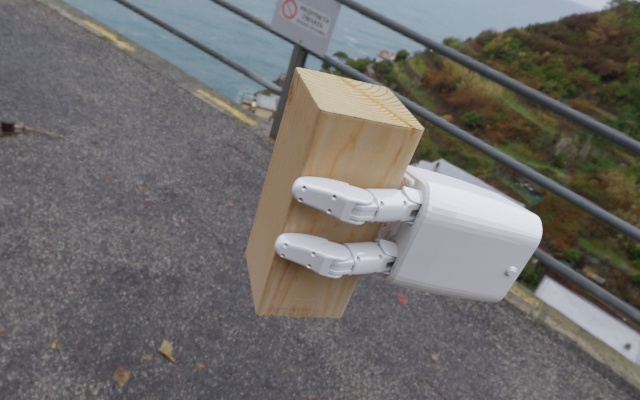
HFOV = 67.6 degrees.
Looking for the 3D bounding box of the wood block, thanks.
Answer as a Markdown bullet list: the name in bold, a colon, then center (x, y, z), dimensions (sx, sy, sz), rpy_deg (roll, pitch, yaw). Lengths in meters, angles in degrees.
- **wood block**: center (0.000, 0.001, 0.432), dimensions (0.090, 0.206, 0.090), rpy_deg (7, 32, -20)
